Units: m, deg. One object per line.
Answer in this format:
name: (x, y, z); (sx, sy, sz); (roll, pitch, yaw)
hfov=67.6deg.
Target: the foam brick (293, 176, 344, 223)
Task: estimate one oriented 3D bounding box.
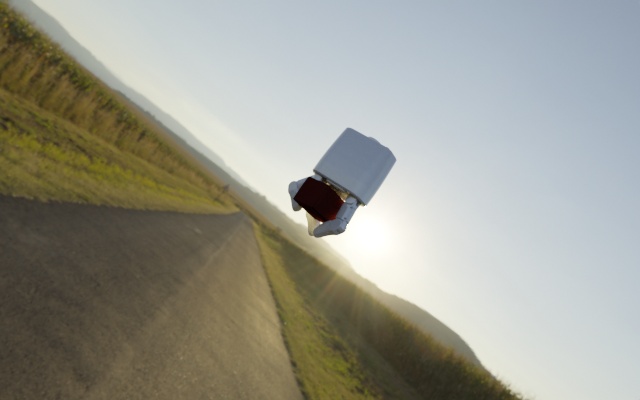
foam brick: (0.000, 0.003, 0.843); (0.053, 0.051, 0.078); (27, -12, 40)
